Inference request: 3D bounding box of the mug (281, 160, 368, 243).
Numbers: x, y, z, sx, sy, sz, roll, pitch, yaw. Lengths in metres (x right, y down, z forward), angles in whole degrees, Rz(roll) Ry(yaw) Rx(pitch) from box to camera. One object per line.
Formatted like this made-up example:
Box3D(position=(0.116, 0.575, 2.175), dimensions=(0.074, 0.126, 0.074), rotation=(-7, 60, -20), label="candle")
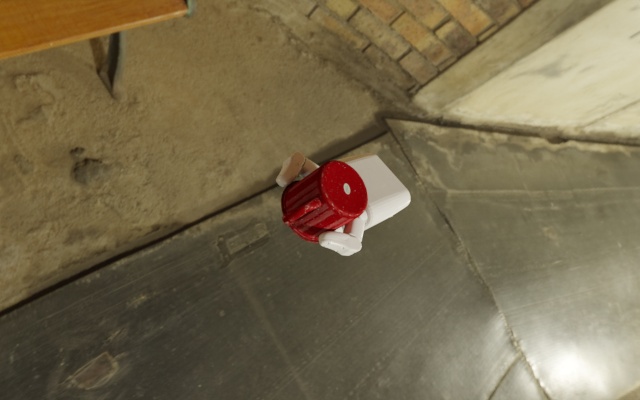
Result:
Box3D(position=(-0.001, 0.002, 0.621), dimensions=(0.117, 0.093, 0.081), rotation=(-21, -9, -45), label="mug")
